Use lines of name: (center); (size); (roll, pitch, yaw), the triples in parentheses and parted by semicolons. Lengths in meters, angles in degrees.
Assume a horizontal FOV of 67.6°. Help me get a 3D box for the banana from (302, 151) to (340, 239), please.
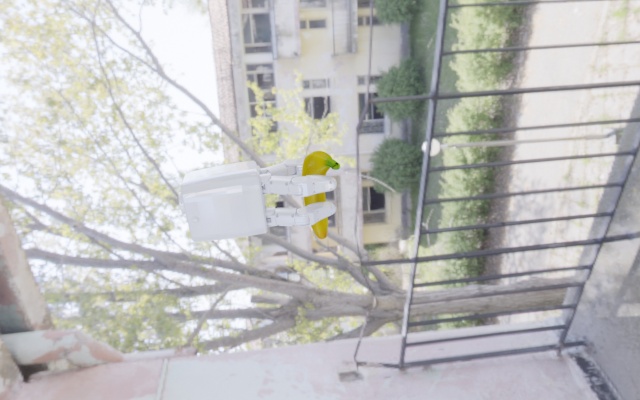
banana: (-0.005, -0.014, 0.722); (0.037, 0.069, 0.198); (-13, -32, -12)
